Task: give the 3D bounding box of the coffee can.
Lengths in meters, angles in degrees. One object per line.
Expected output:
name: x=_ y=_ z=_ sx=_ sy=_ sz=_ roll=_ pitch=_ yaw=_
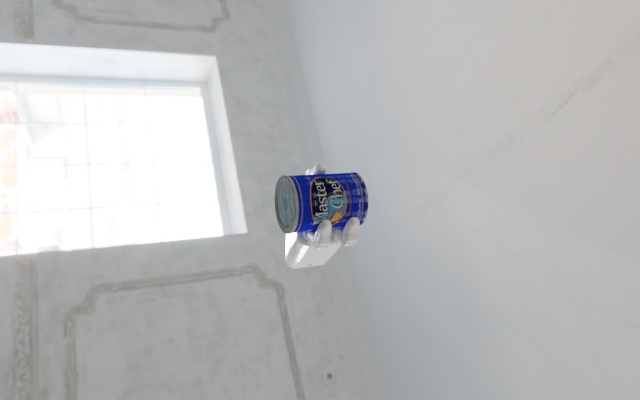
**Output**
coffee can: x=0.000 y=0.003 z=0.858 sx=0.140 sy=0.103 sz=0.103 roll=-4 pitch=2 yaw=-24
